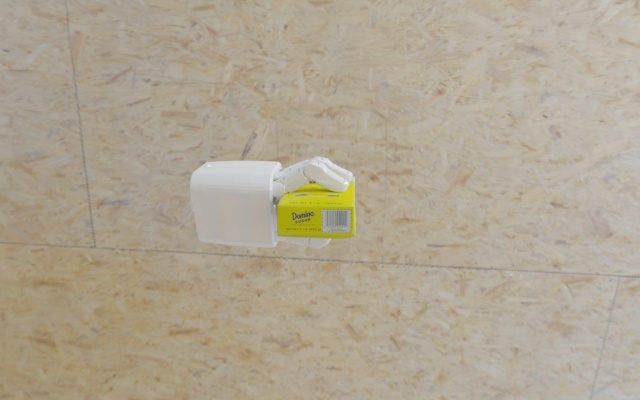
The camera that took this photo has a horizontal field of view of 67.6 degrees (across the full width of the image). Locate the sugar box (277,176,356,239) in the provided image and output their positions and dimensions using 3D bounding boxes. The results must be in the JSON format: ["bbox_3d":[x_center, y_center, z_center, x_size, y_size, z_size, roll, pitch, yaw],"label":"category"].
[{"bbox_3d":[0.000,0.002,0.637,0.093,0.048,0.176,1,17,3],"label":"sugar box"}]
